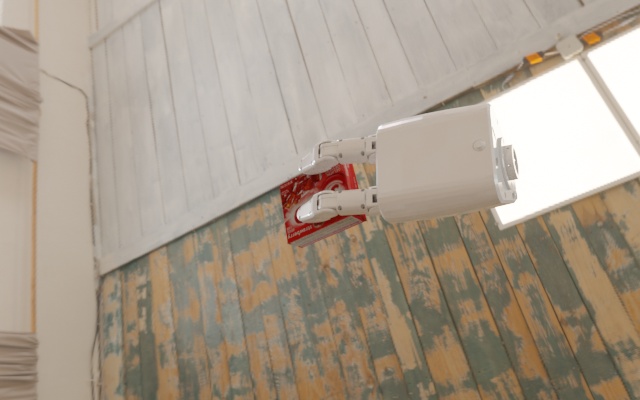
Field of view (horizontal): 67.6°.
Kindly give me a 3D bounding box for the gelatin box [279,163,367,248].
[{"bbox_3d":[0.000,0.002,0.520,0.089,0.073,0.030,-25,-30,28],"label":"gelatin box"}]
